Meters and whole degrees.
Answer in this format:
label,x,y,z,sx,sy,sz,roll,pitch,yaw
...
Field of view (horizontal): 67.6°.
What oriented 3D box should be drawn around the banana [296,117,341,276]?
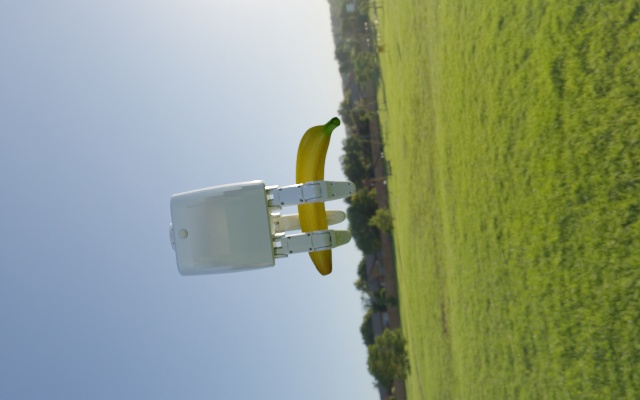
label,x,y,z,sx,sy,sz,roll,pitch,yaw
banana,-0.007,-0.007,0.588,0.037,0.198,0.069,-6,19,-21
